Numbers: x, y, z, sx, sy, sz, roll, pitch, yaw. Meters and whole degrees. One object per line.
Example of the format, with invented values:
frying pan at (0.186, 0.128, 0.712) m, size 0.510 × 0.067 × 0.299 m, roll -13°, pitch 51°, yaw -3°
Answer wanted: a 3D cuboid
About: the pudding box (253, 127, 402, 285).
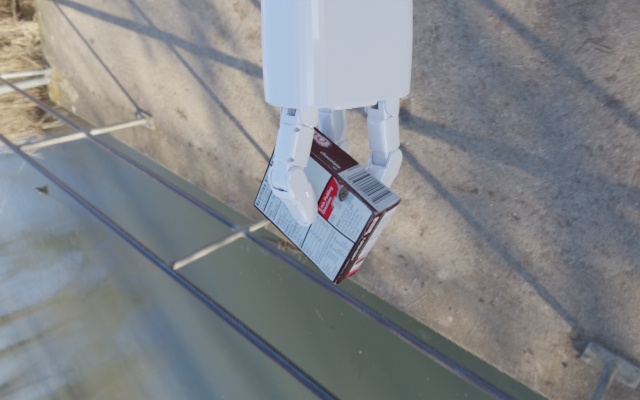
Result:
pudding box at (0.000, 0.001, 0.408) m, size 0.113 × 0.090 × 0.039 m, roll 43°, pitch 41°, yaw 22°
